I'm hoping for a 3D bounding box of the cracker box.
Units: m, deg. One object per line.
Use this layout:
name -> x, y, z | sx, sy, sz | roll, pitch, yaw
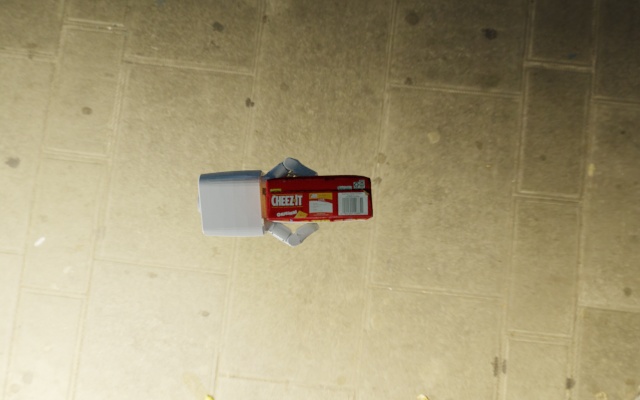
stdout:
cracker box -> 0.000, 0.003, 0.827 | 0.164, 0.072, 0.214 | -2, -4, 1
